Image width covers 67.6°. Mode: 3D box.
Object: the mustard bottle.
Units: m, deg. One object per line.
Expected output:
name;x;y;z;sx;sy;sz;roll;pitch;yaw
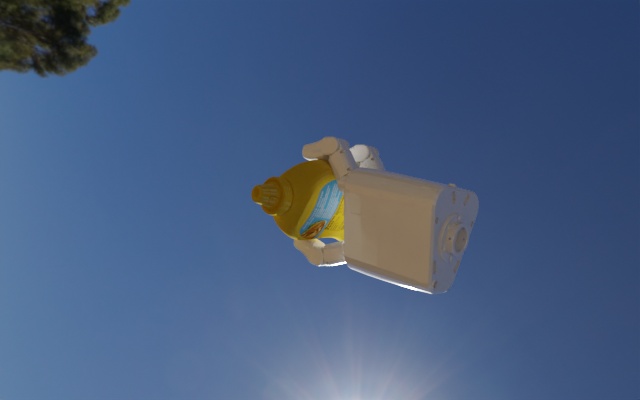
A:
mustard bottle;0.000;0.002;0.554;0.191;0.096;0.058;7;29;-47
